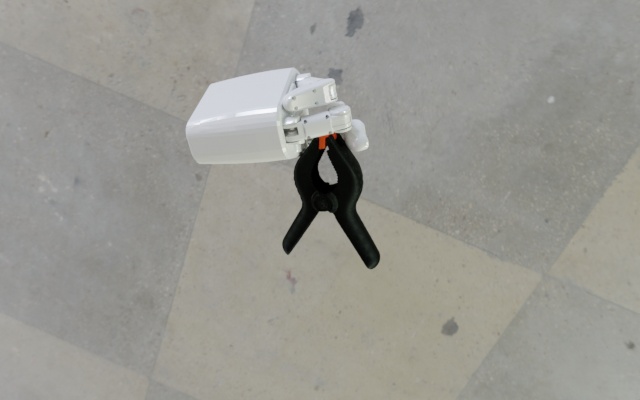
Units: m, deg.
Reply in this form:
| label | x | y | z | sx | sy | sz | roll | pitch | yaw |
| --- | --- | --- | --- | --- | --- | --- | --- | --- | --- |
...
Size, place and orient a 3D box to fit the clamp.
| label | x | y | z | sx | sy | sz | roll | pitch | yaw |
| --- | --- | --- | --- | --- | --- | --- | --- | --- | --- |
| clamp | 0.000 | 0.002 | 0.543 | 0.120 | 0.171 | 0.039 | -3 | 22 | 17 |
